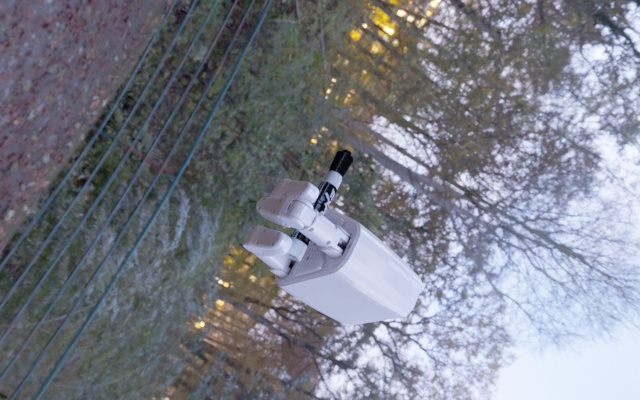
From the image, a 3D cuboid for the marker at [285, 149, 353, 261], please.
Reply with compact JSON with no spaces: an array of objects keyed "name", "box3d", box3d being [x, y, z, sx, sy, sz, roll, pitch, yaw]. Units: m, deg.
[{"name":"marker","box3d":[0.000,0.001,0.458,0.020,0.121,0.020,25,-20,10]}]
